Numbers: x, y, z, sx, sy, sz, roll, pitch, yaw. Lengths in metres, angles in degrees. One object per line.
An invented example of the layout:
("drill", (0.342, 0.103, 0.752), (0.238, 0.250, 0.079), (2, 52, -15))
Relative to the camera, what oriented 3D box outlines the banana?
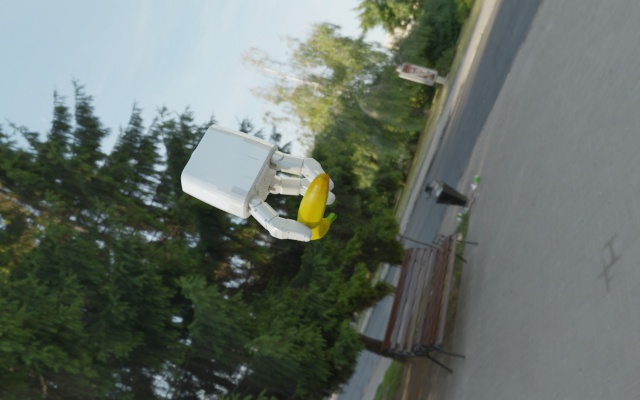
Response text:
("banana", (-0.008, 0.019, 0.697), (0.037, 0.069, 0.198), (25, -14, 10))
